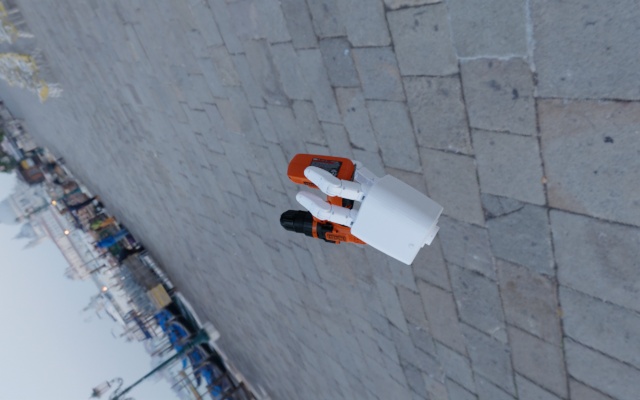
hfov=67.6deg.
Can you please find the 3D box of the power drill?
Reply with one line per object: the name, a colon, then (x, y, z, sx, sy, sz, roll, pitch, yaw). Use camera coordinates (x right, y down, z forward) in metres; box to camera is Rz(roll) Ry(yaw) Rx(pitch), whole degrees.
power drill: (0.000, 0.002, 0.819, 0.184, 0.057, 0.188, 6, -36, 17)
